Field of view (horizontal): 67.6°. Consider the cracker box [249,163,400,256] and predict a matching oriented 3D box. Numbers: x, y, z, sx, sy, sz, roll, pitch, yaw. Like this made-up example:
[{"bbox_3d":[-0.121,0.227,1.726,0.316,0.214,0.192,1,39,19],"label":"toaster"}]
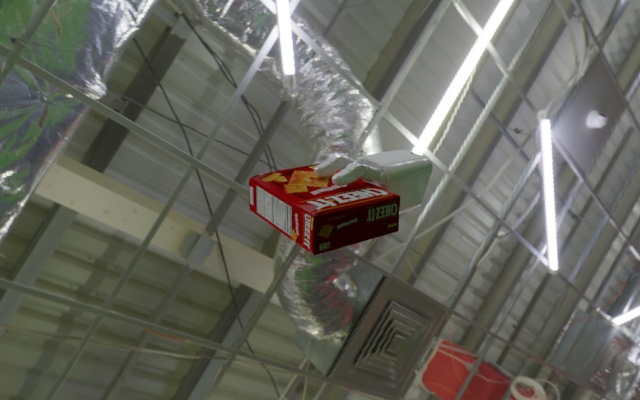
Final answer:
[{"bbox_3d":[0.000,0.003,0.790,0.164,0.072,0.213,-13,24,-31],"label":"cracker box"}]
